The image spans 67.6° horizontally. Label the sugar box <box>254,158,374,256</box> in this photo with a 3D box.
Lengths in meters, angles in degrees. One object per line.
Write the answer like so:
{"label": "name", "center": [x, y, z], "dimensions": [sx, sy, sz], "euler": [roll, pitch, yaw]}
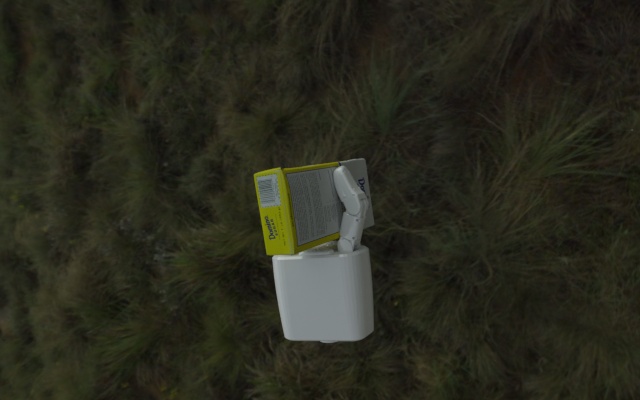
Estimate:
{"label": "sugar box", "center": [0.000, 0.002, 0.575], "dimensions": [0.048, 0.093, 0.176], "euler": [-6, 3, 34]}
